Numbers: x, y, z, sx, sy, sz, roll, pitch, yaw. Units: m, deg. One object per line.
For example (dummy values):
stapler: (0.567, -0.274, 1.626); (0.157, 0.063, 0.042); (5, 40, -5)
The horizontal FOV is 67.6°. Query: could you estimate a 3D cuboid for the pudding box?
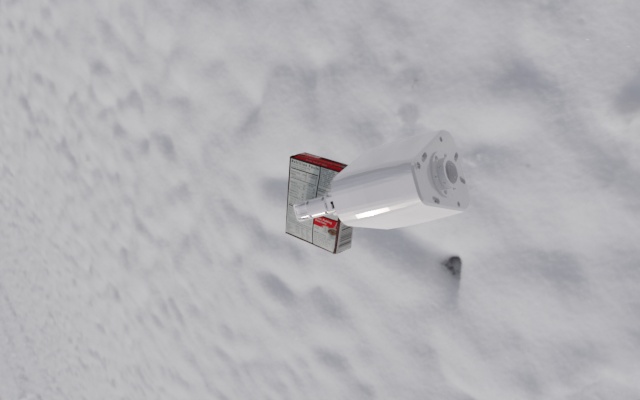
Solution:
pudding box: (0.000, 0.002, 0.617); (0.090, 0.113, 0.039); (21, 24, 35)
